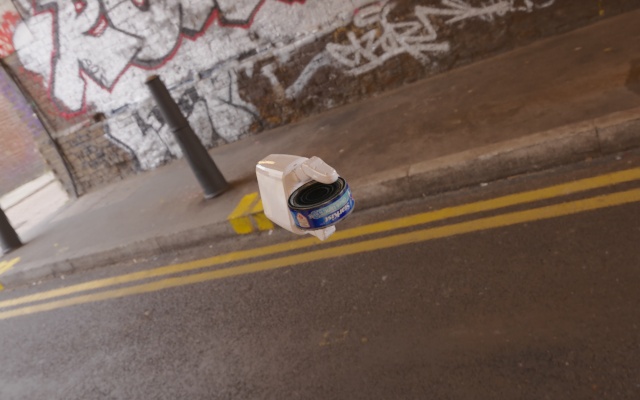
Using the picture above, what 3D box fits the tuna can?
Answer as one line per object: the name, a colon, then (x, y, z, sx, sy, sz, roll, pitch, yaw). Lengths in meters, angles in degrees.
tuna can: (0.000, 0.002, 0.632, 0.086, 0.034, 0.086, -17, 26, 9)
